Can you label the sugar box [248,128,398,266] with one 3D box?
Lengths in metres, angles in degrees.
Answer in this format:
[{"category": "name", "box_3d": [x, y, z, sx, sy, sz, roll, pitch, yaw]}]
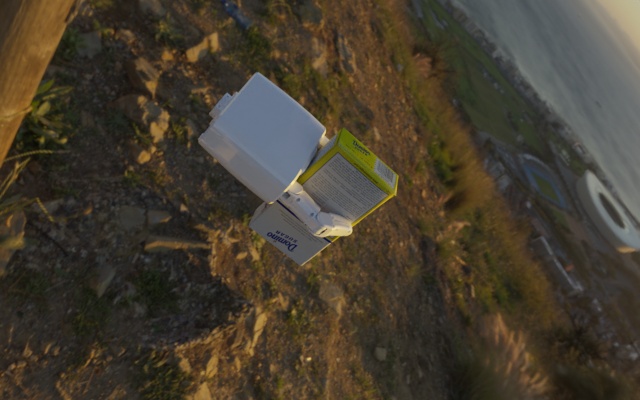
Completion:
[{"category": "sugar box", "box_3d": [0.000, 0.001, 0.585, 0.176, 0.093, 0.048, -38, 20, 36]}]
